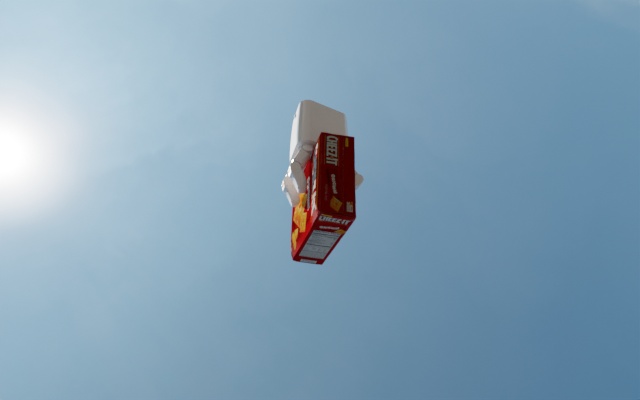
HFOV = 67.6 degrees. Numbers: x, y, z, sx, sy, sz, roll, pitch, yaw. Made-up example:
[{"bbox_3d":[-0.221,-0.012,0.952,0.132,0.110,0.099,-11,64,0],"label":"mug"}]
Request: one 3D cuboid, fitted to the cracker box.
[{"bbox_3d":[0.000,0.003,0.882,0.072,0.164,0.214,8,-30,-12],"label":"cracker box"}]
